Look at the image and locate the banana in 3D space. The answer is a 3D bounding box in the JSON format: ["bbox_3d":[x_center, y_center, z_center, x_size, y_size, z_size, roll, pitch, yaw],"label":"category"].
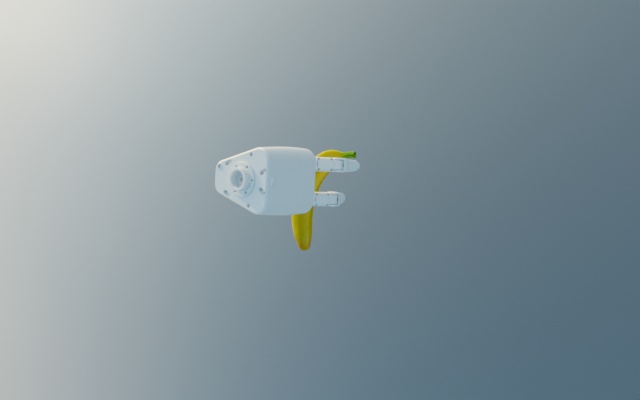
[{"bbox_3d":[-0.012,-0.010,0.820,0.069,0.198,0.037,35,19,26],"label":"banana"}]
